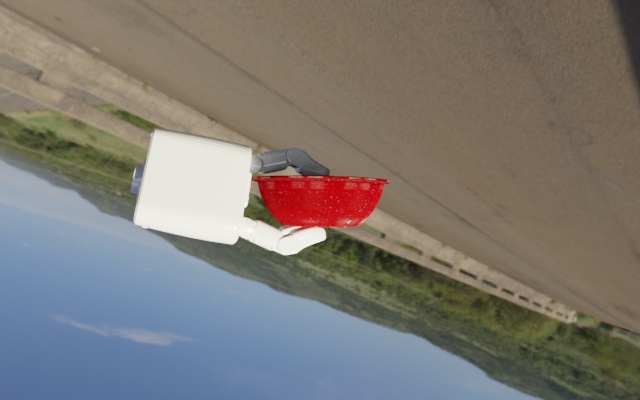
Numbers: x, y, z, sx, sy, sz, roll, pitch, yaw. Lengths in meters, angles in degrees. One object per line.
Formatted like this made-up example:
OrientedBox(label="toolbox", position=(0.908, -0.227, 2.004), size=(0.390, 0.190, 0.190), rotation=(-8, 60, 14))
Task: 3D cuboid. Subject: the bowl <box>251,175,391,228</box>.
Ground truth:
OrientedBox(label="bowl", position=(0.001, 0.002, 0.558), size=(0.162, 0.055, 0.162), rotation=(1, 0, 0))
